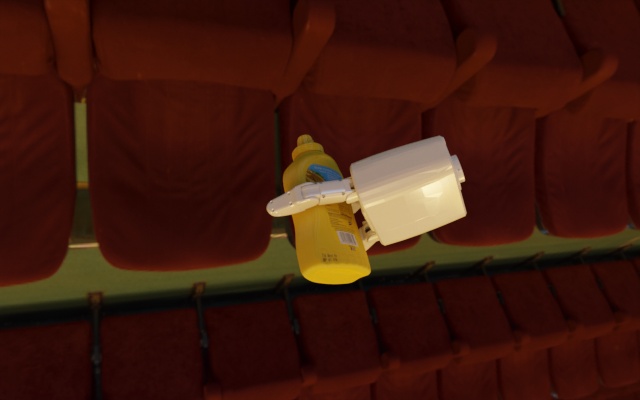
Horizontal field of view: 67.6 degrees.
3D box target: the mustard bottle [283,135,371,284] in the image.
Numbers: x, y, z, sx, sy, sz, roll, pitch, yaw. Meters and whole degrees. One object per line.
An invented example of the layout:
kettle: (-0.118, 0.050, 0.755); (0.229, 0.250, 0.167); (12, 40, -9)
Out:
mustard bottle: (0.000, 0.002, 0.579); (0.058, 0.191, 0.096); (-32, -31, 33)
